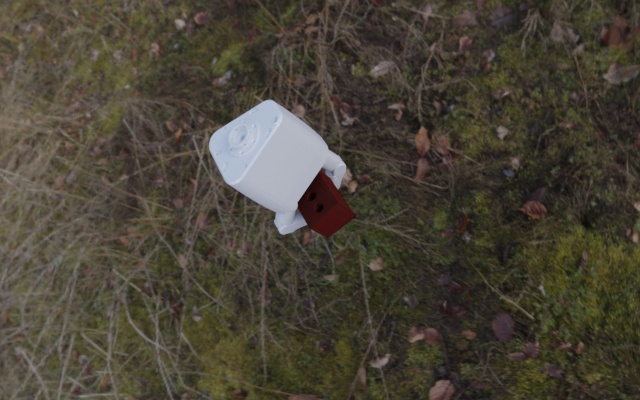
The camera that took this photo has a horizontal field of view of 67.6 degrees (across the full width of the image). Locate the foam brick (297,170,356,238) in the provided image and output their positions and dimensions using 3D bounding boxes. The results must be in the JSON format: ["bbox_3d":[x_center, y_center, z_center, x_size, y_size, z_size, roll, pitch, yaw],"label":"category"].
[{"bbox_3d":[0.000,0.002,0.654,0.053,0.078,0.051,-41,-35,11],"label":"foam brick"}]
